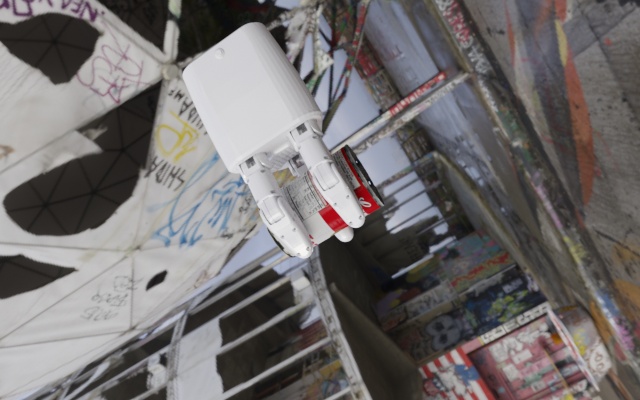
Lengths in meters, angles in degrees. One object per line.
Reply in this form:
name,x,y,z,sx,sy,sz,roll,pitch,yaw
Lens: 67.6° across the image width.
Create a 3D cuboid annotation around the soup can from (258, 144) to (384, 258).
soup can,0.000,0.002,0.458,0.102,0.068,0.068,-32,-6,10
